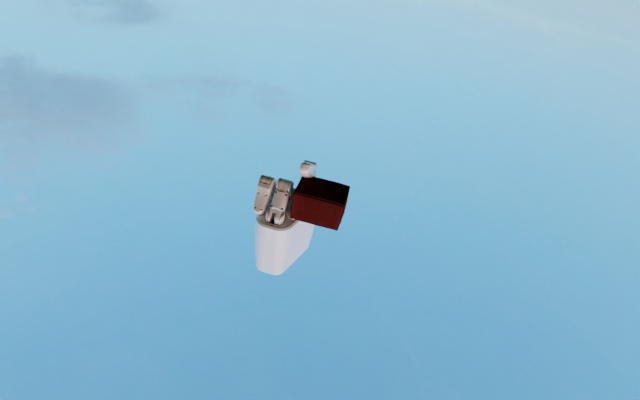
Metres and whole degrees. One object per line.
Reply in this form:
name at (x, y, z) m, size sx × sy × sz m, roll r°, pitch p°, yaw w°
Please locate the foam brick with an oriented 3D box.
foam brick at (0.000, 0.002, 0.721) m, size 0.078 × 0.051 × 0.053 m, roll 15°, pitch 38°, yaw 7°
